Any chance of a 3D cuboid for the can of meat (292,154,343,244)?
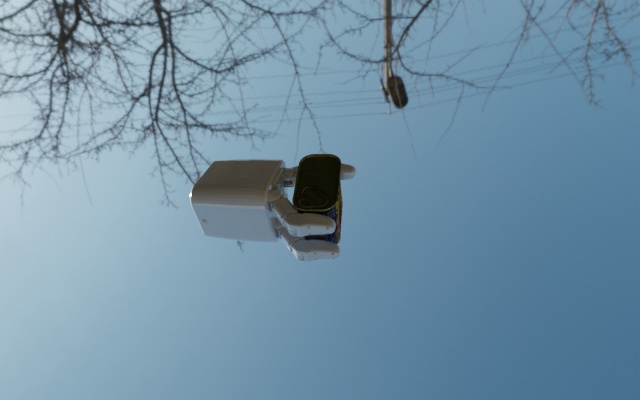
[{"bbox_3d":[0.000,0.002,0.643,0.057,0.102,0.084,0,-43,8],"label":"can of meat"}]
